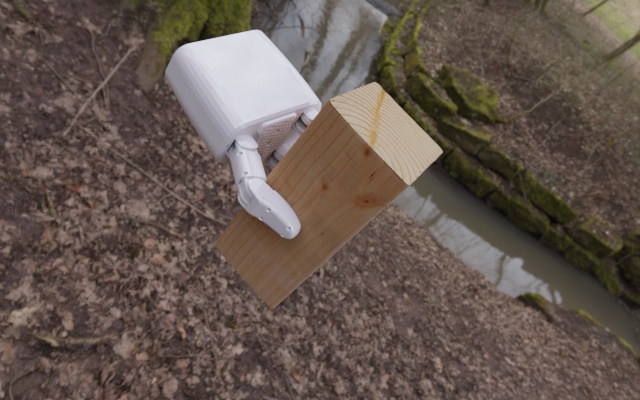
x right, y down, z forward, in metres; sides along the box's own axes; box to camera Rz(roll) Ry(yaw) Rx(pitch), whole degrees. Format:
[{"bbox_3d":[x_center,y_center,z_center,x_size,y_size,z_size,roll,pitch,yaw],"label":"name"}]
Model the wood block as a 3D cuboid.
[{"bbox_3d":[0.000,0.001,0.447,0.206,0.090,0.090,-47,-7,37],"label":"wood block"}]
